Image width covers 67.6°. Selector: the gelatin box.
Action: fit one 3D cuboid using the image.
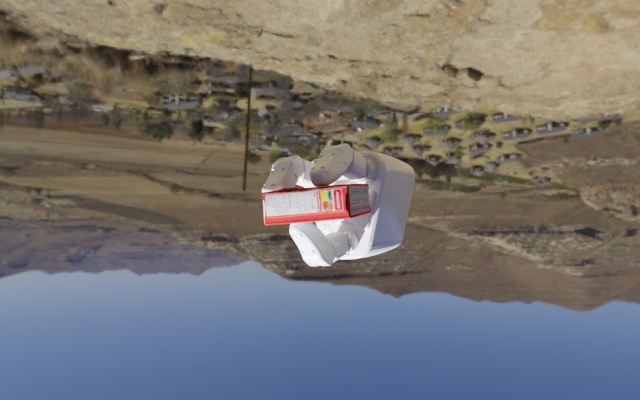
[{"bbox_3d":[0.000,0.002,0.418,0.073,0.030,0.089,-5,1,17],"label":"gelatin box"}]
